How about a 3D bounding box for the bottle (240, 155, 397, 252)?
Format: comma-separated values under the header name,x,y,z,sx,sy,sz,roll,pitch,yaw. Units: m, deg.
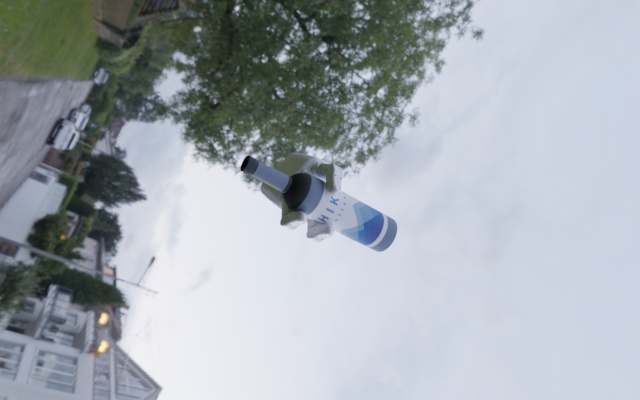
name,x,y,z,sx,sy,sz,roll,pitch,yaw
bottle,0.000,0.003,0.796,0.296,0.069,0.069,27,-14,-28
